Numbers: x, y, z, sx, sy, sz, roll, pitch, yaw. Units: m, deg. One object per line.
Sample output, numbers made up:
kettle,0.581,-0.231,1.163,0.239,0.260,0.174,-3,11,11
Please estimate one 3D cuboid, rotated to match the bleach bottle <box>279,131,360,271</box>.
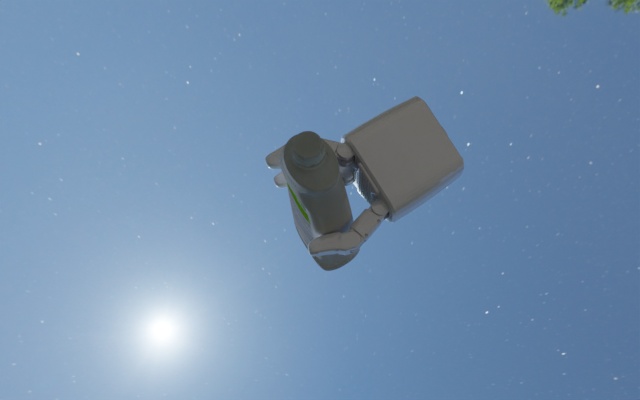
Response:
bleach bottle,0.000,0.002,0.555,0.068,0.102,0.251,-32,-21,-9
